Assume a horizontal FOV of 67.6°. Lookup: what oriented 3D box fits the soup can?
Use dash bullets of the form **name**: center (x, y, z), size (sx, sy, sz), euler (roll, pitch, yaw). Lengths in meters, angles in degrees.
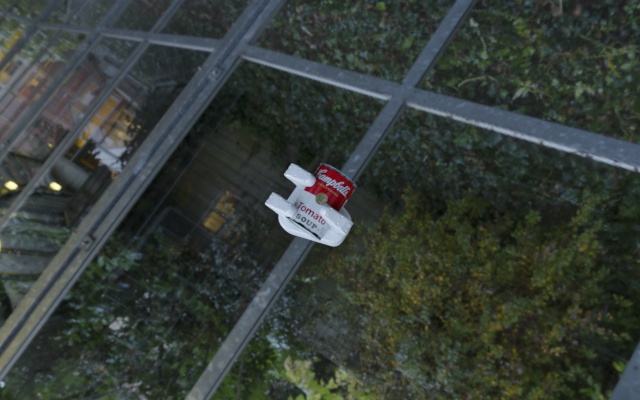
- **soup can**: center (0.000, 0.003, 0.738), size (0.068, 0.102, 0.068), euler (33, -8, 5)
